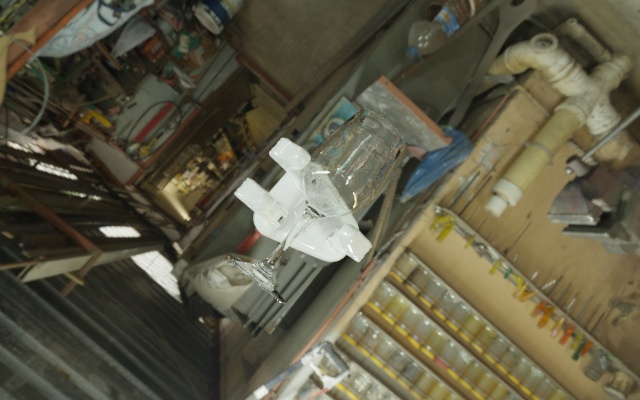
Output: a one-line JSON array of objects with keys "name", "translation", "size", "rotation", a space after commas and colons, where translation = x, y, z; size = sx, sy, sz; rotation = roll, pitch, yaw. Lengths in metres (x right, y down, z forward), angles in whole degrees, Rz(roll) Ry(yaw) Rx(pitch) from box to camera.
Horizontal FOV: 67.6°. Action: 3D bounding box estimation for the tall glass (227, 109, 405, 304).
[{"name": "tall glass", "translation": [0.000, 0.002, 0.480], "size": [0.079, 0.201, 0.079], "rotation": [39, -8, 7]}]
